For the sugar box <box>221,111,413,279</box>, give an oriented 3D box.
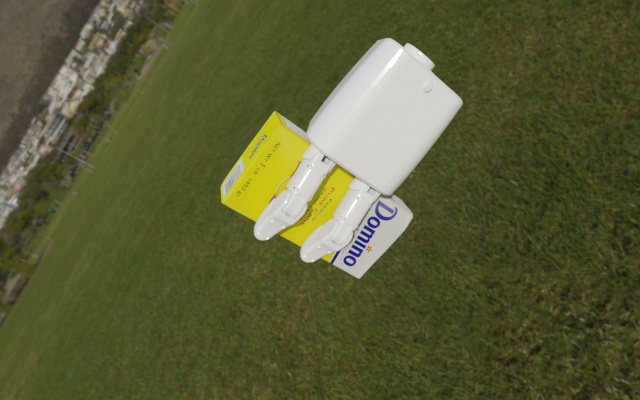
[{"bbox_3d":[0.000,0.002,0.471,0.176,0.093,0.048,32,17,-26],"label":"sugar box"}]
